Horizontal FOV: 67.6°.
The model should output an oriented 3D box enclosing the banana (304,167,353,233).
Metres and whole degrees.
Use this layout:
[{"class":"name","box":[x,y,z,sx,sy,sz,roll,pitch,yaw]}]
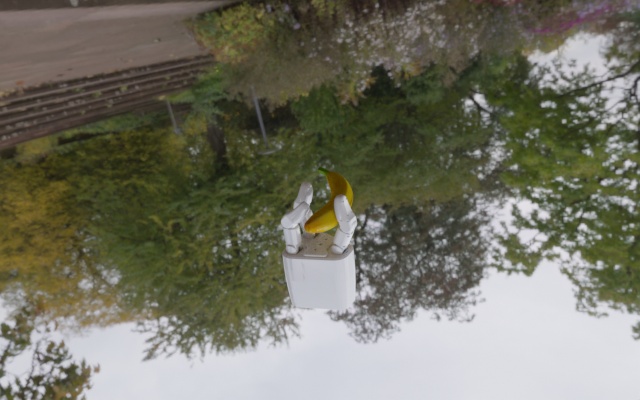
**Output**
[{"class":"banana","box":[0.019,0.002,0.802,0.069,0.037,0.197,4,30,5]}]
